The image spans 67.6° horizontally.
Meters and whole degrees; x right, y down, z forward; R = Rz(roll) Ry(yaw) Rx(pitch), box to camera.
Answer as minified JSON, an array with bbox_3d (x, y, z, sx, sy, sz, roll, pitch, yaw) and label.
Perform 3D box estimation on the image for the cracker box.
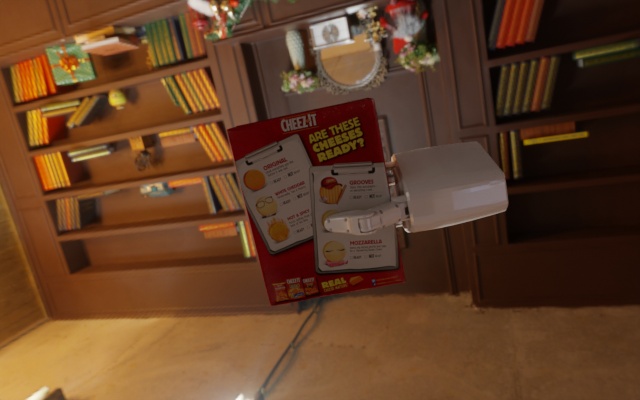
[{"bbox_3d":[0.000,0.002,0.561,0.164,0.214,0.072,-11,12,4],"label":"cracker box"}]
